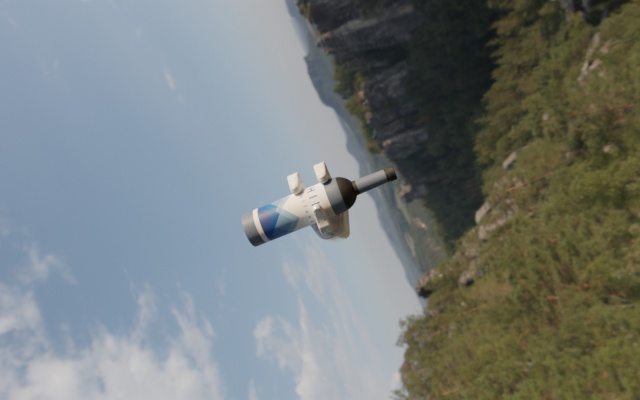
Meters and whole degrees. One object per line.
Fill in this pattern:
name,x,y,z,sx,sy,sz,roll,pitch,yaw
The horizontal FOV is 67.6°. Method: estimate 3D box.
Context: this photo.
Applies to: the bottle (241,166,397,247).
bottle,0.000,0.003,0.889,0.296,0.069,0.069,-22,-3,7
